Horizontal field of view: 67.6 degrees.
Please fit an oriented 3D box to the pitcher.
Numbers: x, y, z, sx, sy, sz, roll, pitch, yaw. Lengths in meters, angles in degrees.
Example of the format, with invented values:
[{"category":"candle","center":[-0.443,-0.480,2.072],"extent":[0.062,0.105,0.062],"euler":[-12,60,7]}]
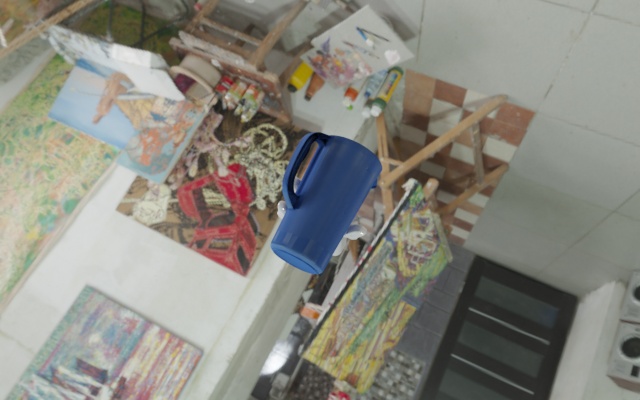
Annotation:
[{"category":"pitcher","center":[0.000,0.003,0.886],"extent":[0.149,0.242,0.145],"euler":[24,-19,12]}]
